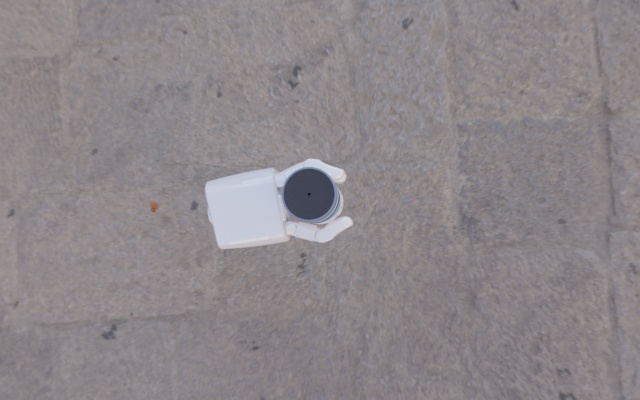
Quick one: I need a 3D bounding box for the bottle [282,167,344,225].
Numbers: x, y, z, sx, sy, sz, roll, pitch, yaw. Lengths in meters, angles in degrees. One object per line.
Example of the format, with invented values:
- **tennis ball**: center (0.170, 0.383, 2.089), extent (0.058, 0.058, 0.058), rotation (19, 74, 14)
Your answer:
- **bottle**: center (0.000, 0.002, 0.717), extent (0.069, 0.069, 0.296), rotation (0, -4, 5)
